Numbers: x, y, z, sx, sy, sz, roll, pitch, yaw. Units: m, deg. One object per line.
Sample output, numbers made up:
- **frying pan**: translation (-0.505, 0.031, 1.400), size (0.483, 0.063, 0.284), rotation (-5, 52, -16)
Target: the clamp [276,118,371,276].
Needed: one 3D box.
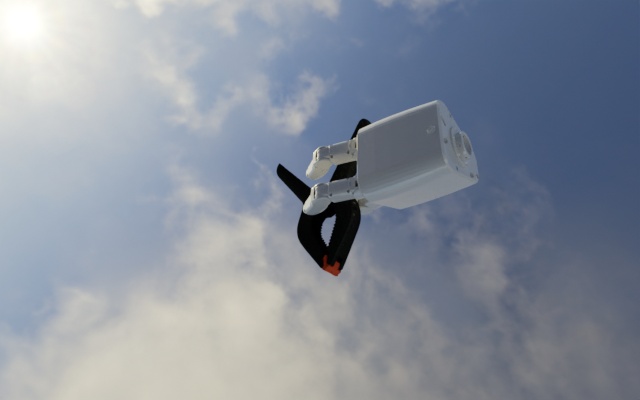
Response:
- **clamp**: translation (0.001, 0.003, 0.641), size (0.164, 0.209, 0.036), rotation (-19, -36, 34)
